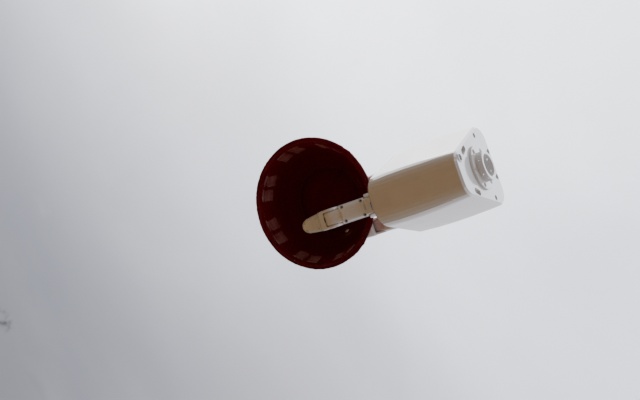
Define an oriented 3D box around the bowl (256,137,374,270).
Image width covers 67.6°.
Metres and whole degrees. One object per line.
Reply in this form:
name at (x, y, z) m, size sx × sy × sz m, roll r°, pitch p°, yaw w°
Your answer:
bowl at (-0.001, 0.002, 0.602) m, size 0.162 × 0.162 × 0.055 m, roll 0°, pitch 6°, yaw 26°
